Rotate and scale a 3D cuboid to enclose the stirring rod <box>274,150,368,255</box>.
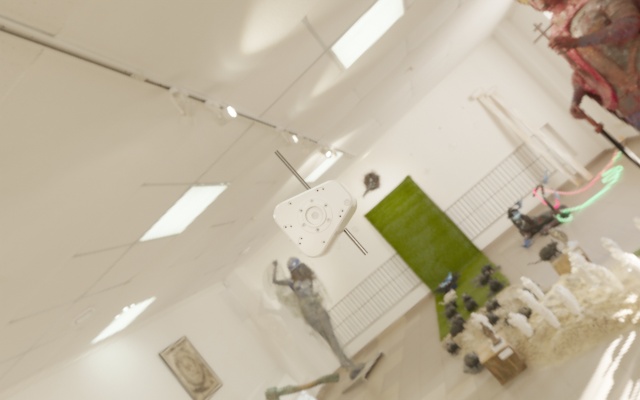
[{"bbox_3d":[0.000,0.003,0.833,0.011,0.239,0.011,-41,-6,-5],"label":"stirring rod"}]
